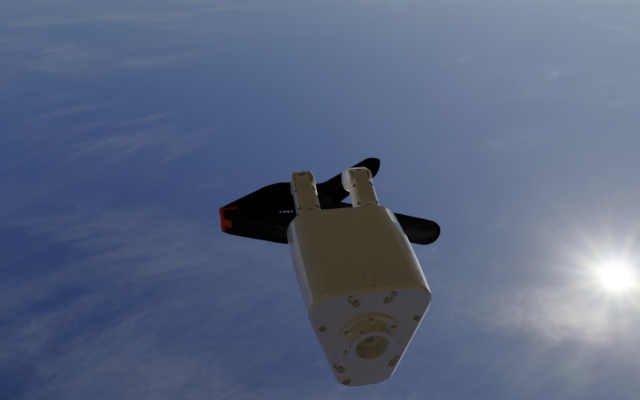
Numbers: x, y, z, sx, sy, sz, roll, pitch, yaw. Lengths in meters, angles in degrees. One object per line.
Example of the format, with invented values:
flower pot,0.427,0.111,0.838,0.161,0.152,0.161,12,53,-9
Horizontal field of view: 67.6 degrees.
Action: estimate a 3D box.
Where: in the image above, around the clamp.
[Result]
clamp,0.000,0.003,0.509,0.210,0.036,0.164,-4,30,-8
